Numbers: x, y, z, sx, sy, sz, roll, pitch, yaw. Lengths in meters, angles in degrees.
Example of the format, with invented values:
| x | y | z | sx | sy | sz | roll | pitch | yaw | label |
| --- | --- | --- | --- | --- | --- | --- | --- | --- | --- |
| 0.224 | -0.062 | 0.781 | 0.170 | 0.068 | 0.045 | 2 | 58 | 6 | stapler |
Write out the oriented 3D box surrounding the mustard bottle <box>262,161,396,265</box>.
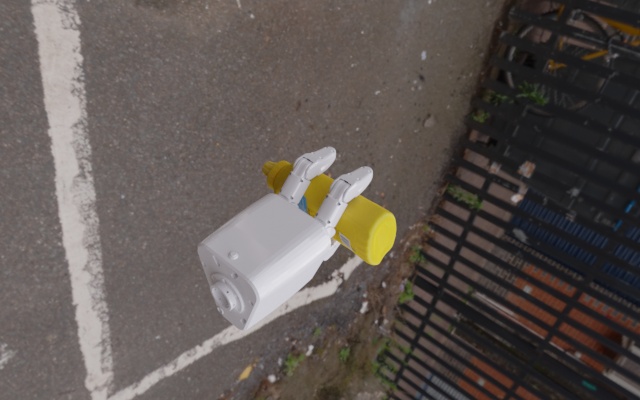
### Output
| x | y | z | sx | sy | sz | roll | pitch | yaw | label |
| --- | --- | --- | --- | --- | --- | --- | --- | --- | --- |
| 0.001 | 0.002 | 0.590 | 0.191 | 0.058 | 0.096 | 32 | -17 | 26 | mustard bottle |
